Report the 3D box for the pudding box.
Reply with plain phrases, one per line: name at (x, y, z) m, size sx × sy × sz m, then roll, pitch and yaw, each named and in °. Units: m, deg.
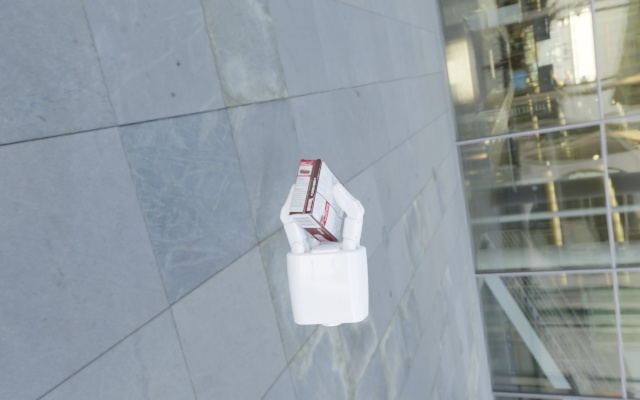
pudding box at (0.000, 0.002, 0.711) m, size 0.039 × 0.090 × 0.113 m, roll 0°, pitch -24°, yaw 24°
